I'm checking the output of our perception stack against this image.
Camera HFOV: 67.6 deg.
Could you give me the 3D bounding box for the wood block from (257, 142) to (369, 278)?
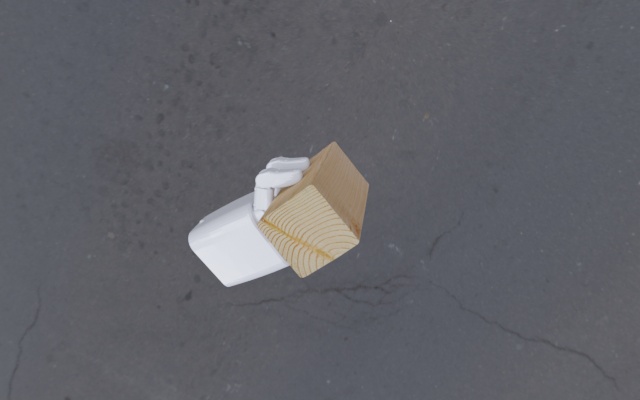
[{"bbox_3d":[0.000,0.003,0.646,0.090,0.091,0.206,-35,12,19],"label":"wood block"}]
